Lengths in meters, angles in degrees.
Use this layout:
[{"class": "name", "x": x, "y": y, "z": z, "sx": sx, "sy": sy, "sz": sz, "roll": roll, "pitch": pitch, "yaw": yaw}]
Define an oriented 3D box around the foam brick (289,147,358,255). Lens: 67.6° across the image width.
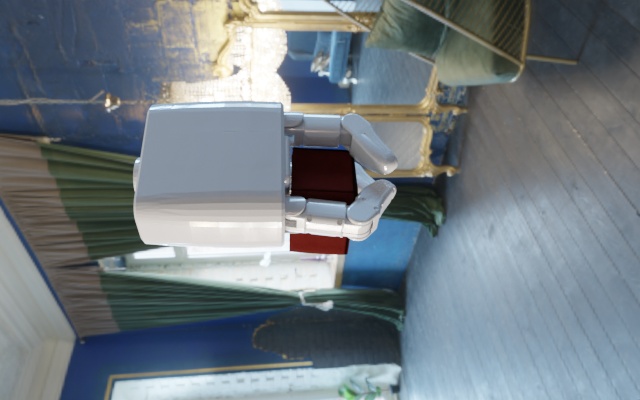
[{"class": "foam brick", "x": 0.000, "y": 0.002, "z": 0.401, "sx": 0.051, "sy": 0.053, "sz": 0.078, "roll": 1, "pitch": -45, "yaw": -4}]
